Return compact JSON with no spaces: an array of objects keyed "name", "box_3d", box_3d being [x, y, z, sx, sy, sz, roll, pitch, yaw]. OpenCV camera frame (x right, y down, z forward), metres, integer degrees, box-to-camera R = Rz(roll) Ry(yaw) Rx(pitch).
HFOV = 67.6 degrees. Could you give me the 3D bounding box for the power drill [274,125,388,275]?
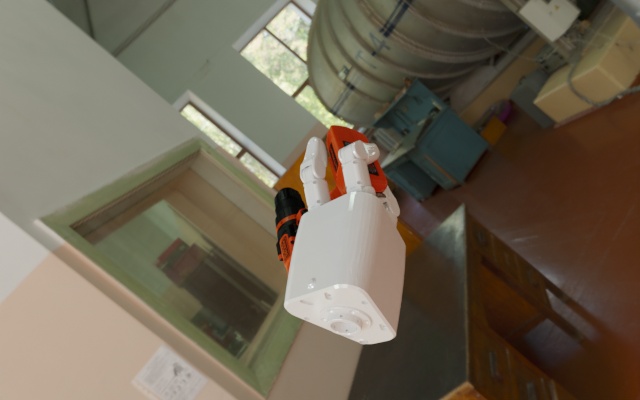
[{"name":"power drill","box_3d":[0.000,0.002,0.598,0.057,0.188,0.184,10,39,-27]}]
